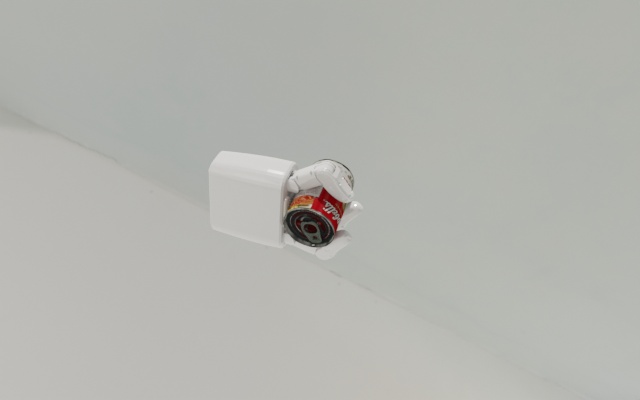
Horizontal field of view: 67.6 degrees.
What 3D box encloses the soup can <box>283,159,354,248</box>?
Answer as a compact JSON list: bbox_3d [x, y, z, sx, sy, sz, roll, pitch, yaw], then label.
[{"bbox_3d":[0.001,0.002,0.626,0.068,0.068,0.102,0,41,24],"label":"soup can"}]
